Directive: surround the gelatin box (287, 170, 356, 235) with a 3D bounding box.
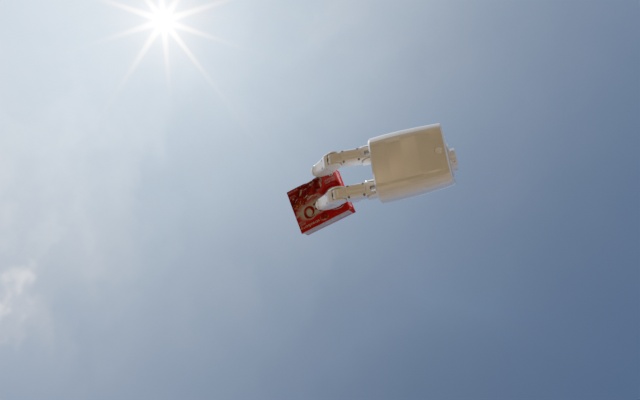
[{"bbox_3d":[0.000,0.003,0.742,0.089,0.073,0.030,-27,-20,15],"label":"gelatin box"}]
